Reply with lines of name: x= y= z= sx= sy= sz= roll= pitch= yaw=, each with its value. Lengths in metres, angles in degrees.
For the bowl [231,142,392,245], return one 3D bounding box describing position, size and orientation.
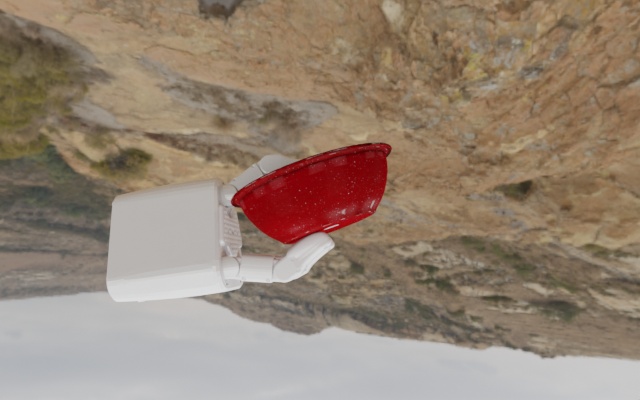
bowl: x=0.001 y=0.001 z=0.454 sx=0.162 sy=0.055 sz=0.162 roll=-19 pitch=-8 yaw=-3
